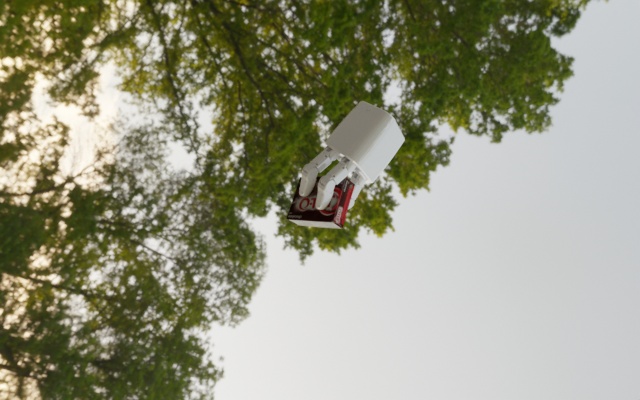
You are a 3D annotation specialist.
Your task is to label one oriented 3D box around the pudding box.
[{"bbox_3d":[0.000,0.003,0.876,0.113,0.090,0.039,0,-26,41],"label":"pudding box"}]
